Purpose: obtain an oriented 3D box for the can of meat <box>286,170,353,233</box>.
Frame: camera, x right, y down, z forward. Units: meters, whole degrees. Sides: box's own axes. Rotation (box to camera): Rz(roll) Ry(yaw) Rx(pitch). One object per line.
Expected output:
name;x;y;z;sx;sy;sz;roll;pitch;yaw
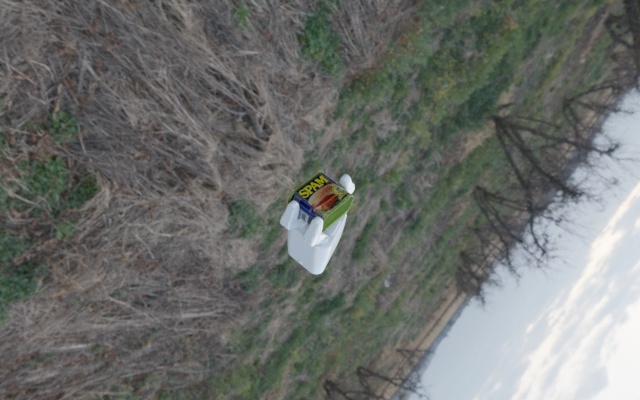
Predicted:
can of meat;0.000;0.003;0.894;0.084;0.057;0.102;37;52;20
